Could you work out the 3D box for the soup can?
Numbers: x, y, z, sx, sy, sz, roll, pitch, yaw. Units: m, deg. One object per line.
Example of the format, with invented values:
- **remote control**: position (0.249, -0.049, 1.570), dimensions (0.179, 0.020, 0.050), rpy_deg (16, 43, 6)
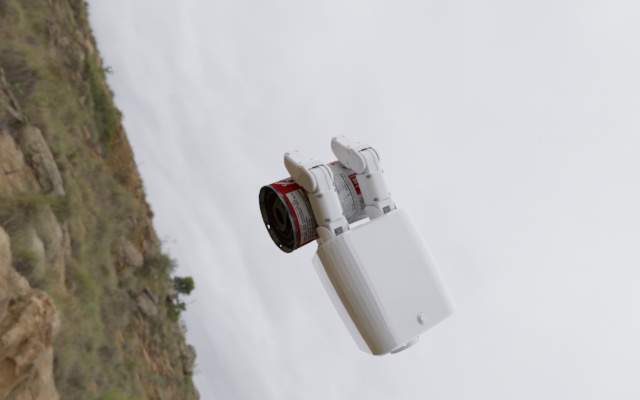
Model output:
- **soup can**: position (0.000, 0.001, 0.469), dimensions (0.102, 0.068, 0.068), rpy_deg (-22, 10, -27)
